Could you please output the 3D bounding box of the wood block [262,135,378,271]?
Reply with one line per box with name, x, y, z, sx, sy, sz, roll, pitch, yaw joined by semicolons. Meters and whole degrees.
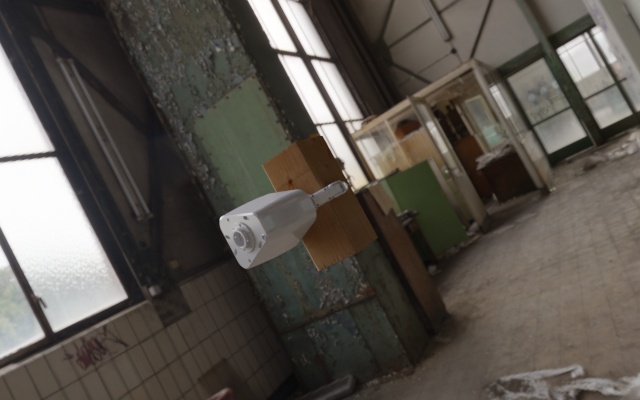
wood block;0.000;0.003;0.826;0.091;0.206;0.090;-30;-3;33
